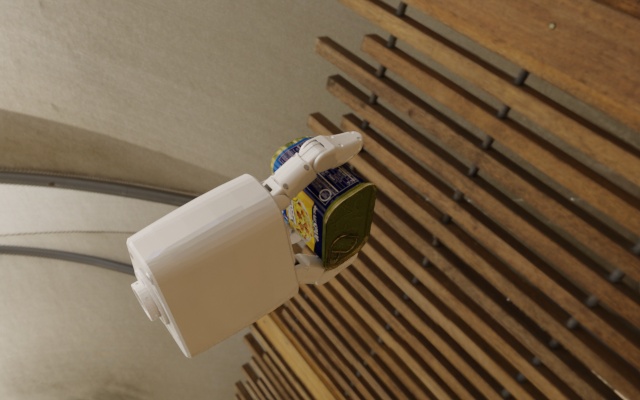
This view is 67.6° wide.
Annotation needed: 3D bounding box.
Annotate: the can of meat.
[{"bbox_3d":[0.000,0.001,0.443,0.057,0.102,0.084,-32,58,-24],"label":"can of meat"}]
